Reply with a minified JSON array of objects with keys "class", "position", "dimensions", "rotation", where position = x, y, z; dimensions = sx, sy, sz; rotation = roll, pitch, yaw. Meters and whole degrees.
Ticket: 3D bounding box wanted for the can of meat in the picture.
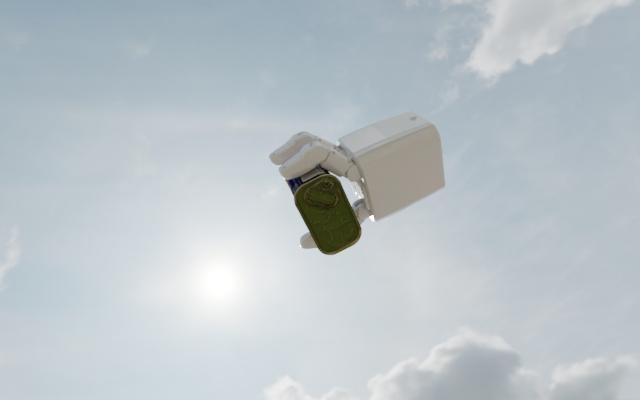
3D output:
[{"class":"can of meat","position":[0.000,0.002,0.585],"dimensions":[0.057,0.102,0.084],"rotation":[-27,28,-2]}]
